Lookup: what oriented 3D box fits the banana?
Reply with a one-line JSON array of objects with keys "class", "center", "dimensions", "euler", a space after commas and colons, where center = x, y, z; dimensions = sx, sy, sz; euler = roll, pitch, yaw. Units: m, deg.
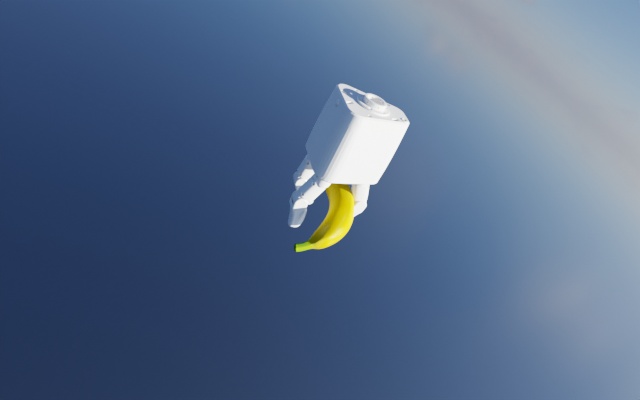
[{"class": "banana", "center": [0.017, 0.009, 0.711], "dimensions": [0.069, 0.037, 0.197], "euler": [16, 37, 3]}]
